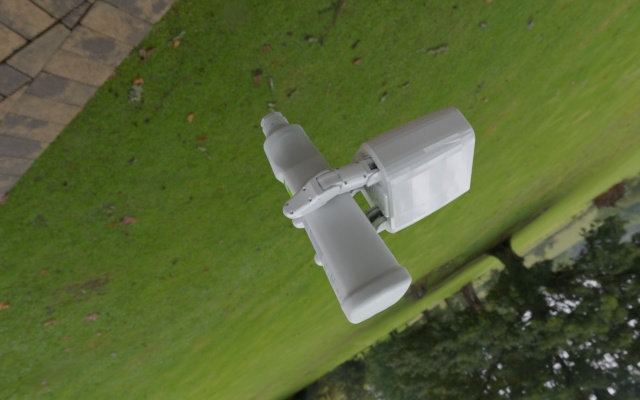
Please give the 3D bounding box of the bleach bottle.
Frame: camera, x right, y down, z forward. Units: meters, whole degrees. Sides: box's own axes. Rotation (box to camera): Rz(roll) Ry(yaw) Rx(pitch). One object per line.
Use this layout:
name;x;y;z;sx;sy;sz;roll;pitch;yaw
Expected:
bleach bottle;0.000;0.002;0.511;0.068;0.250;0.103;-26;-22;-10
